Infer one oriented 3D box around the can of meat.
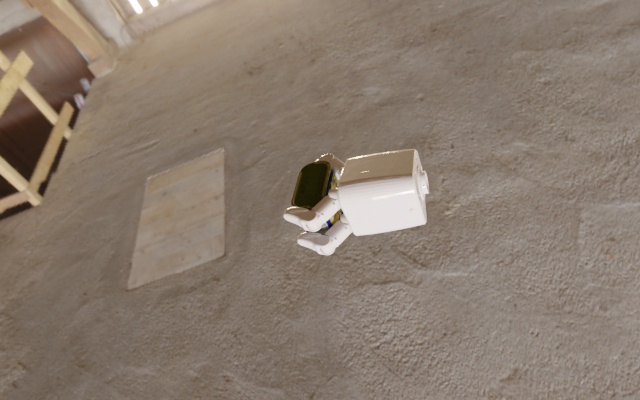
[{"bbox_3d":[0.000,0.002,0.729,0.057,0.102,0.084,-7,-44,21],"label":"can of meat"}]
